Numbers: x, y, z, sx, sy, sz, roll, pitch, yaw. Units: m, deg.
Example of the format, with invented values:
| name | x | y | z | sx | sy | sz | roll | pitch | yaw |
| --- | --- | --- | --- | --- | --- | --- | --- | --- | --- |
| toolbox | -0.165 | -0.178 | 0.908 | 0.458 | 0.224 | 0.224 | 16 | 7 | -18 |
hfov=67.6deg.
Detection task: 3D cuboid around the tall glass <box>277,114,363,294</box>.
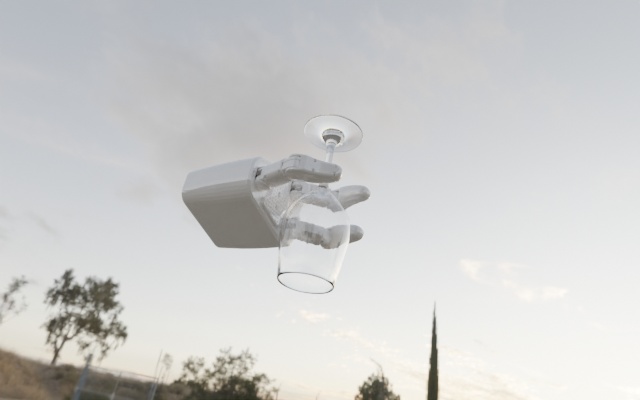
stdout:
| name | x | y | z | sx | sy | sz | roll | pitch | yaw |
| --- | --- | --- | --- | --- | --- | --- | --- | --- | --- |
| tall glass | 0.000 | 0.001 | 0.548 | 0.079 | 0.201 | 0.079 | 8 | -29 | 4 |
